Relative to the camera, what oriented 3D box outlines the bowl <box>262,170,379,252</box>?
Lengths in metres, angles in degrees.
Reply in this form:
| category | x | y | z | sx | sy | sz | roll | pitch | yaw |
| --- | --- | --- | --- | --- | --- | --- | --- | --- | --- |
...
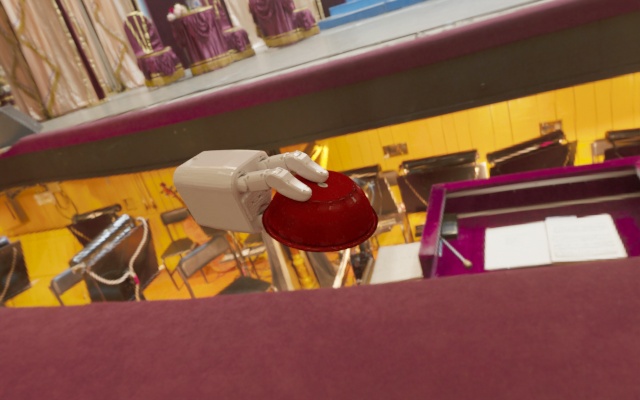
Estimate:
| category | x | y | z | sx | sy | sz | roll | pitch | yaw |
| --- | --- | --- | --- | --- | --- | --- | --- | --- | --- |
| bowl | 0.001 | 0.002 | 0.650 | 0.162 | 0.055 | 0.162 | 1 | 30 | -1 |
